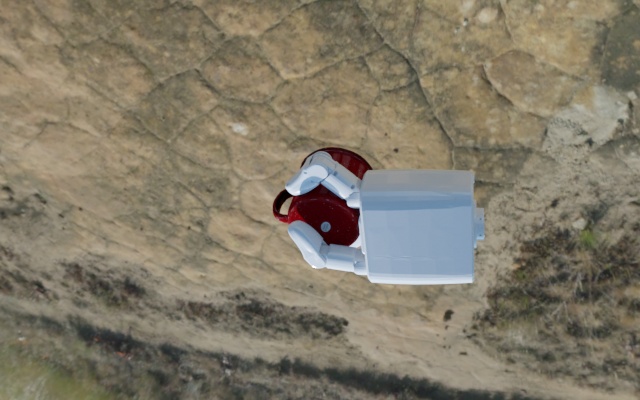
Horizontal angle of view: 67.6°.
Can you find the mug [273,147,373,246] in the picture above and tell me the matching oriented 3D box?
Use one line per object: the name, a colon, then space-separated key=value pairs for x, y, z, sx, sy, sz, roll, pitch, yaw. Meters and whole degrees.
mug: x=-0.001 y=0.002 z=0.537 sx=0.117 sy=0.093 sz=0.081 roll=-2 pitch=40 yaw=19
